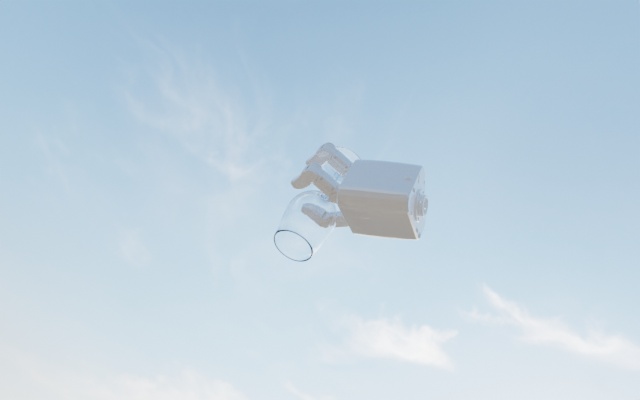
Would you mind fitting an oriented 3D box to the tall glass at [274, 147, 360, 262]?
[{"bbox_3d":[0.000,0.002,0.740,0.079,0.079,0.201,0,39,31],"label":"tall glass"}]
